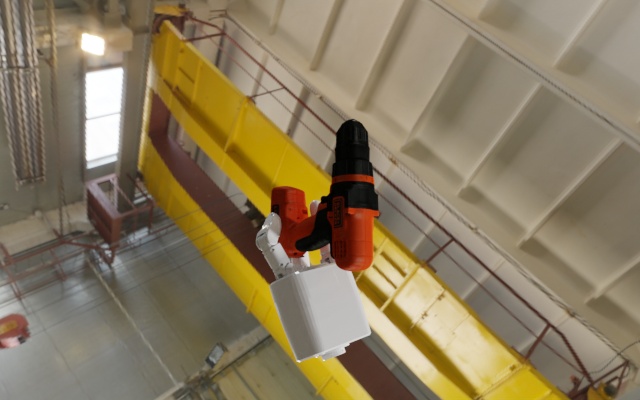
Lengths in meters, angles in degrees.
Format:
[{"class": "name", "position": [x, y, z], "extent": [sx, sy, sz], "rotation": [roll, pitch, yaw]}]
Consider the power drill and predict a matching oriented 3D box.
[{"class": "power drill", "position": [0.000, 0.002, 0.628], "extent": [0.057, 0.184, 0.188], "rotation": [8, -13, -32]}]
